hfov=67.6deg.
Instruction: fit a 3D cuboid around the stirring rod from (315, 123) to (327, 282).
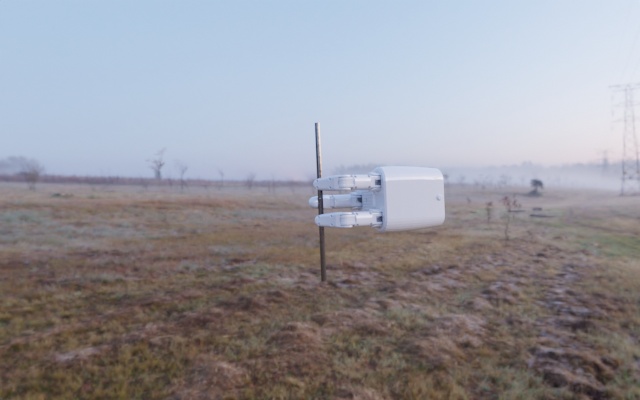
[{"bbox_3d":[0.000,0.002,0.725,0.011,0.239,0.011,-2,0,0],"label":"stirring rod"}]
